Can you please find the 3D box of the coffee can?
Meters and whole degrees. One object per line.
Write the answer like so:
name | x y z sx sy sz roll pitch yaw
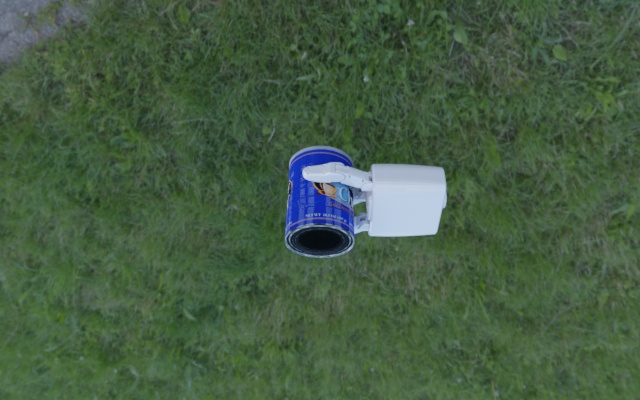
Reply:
coffee can | 0.000 0.002 0.729 0.103 0.140 0.103 1 -33 1
